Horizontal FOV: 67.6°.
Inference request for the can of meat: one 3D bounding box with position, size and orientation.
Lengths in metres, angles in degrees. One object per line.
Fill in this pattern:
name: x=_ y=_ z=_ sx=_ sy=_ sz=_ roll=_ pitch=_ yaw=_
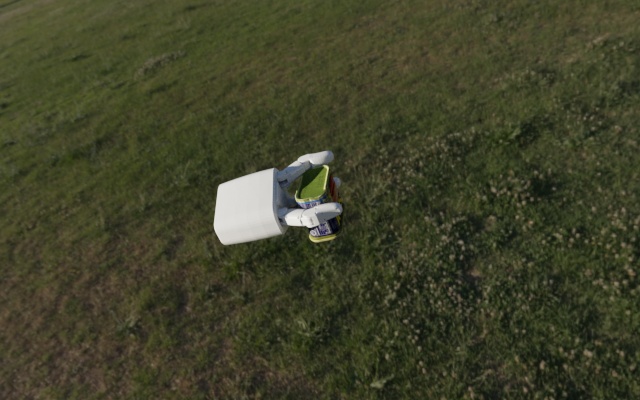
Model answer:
can of meat: x=0.000 y=0.002 z=0.784 sx=0.057 sy=0.084 sz=0.102 roll=-12 pitch=33 yaw=15
